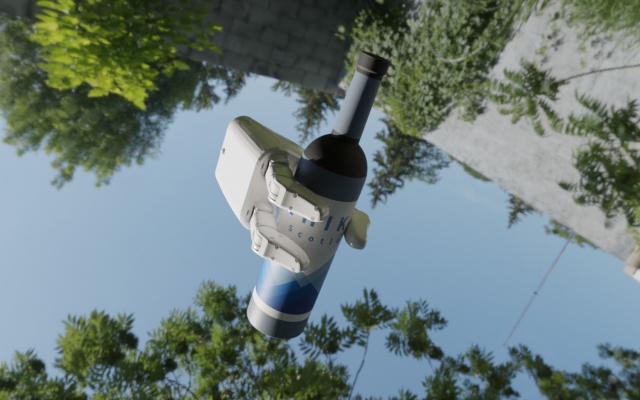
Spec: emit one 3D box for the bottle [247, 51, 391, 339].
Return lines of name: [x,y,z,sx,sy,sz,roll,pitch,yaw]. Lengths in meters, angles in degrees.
bottle: [0.000,0.002,0.471,0.069,0.296,0.069,18,21,-7]
